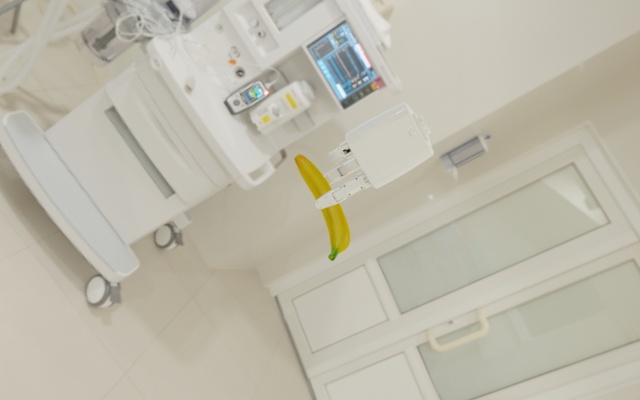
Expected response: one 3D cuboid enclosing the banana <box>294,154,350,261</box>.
[{"bbox_3d":[0.010,0.009,0.818,0.037,0.197,0.069,-29,-22,19],"label":"banana"}]
